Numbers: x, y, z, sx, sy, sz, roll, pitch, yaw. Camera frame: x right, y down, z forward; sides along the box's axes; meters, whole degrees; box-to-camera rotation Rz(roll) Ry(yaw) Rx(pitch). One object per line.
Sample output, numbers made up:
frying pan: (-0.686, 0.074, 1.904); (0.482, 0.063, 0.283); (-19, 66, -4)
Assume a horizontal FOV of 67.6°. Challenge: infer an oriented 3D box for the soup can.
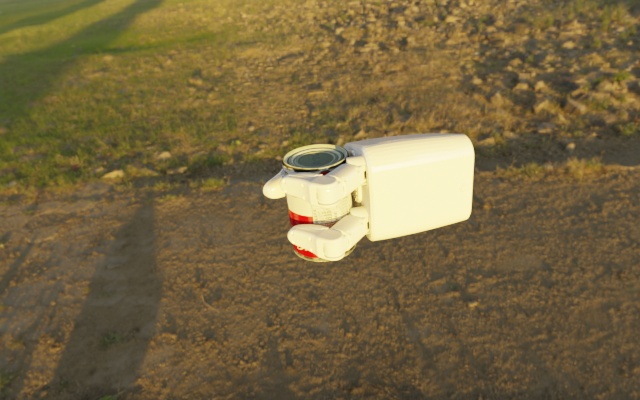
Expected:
soup can: (0.000, 0.001, 0.487); (0.068, 0.102, 0.068); (-5, 27, 2)
